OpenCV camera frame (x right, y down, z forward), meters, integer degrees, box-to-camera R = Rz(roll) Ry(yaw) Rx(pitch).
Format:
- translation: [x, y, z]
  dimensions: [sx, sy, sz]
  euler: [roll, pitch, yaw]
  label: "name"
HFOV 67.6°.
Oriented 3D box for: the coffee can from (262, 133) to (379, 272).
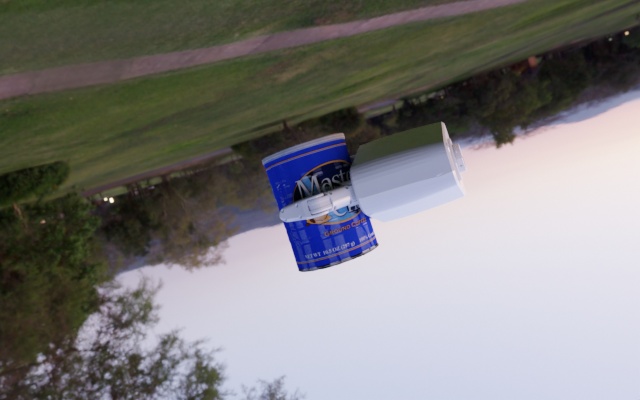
- translation: [0.000, 0.002, 0.573]
  dimensions: [0.103, 0.140, 0.103]
  euler: [-18, 2, 1]
  label: "coffee can"
